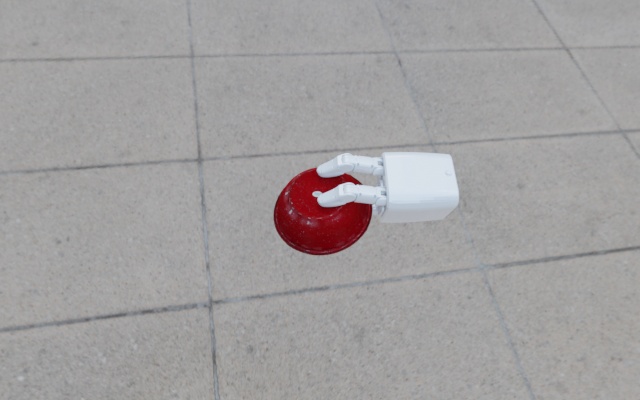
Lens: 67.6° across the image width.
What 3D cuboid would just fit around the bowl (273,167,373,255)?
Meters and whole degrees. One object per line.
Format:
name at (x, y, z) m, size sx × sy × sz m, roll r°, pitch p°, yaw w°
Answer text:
bowl at (-0.001, 0.003, 0.750) m, size 0.162 × 0.162 × 0.055 m, roll 0°, pitch -32°, yaw 9°
